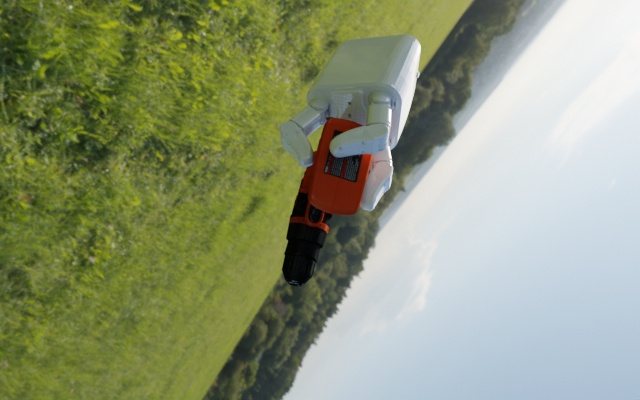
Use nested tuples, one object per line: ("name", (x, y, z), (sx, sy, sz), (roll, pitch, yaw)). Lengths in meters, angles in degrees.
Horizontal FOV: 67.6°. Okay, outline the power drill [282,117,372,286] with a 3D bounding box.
("power drill", (0.000, 0.001, 0.558), (0.057, 0.184, 0.188), (15, -18, -9))
